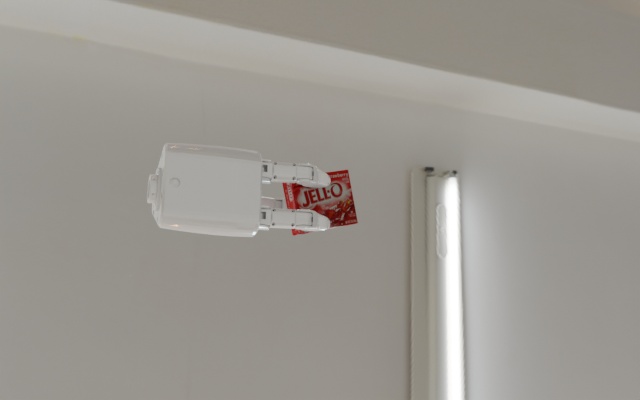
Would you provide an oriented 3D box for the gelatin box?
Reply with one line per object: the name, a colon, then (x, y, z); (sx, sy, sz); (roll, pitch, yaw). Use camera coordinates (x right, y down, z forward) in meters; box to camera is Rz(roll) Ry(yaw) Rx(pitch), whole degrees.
gelatin box: (0.000, 0.002, 0.618); (0.089, 0.073, 0.030); (-9, -3, -30)
